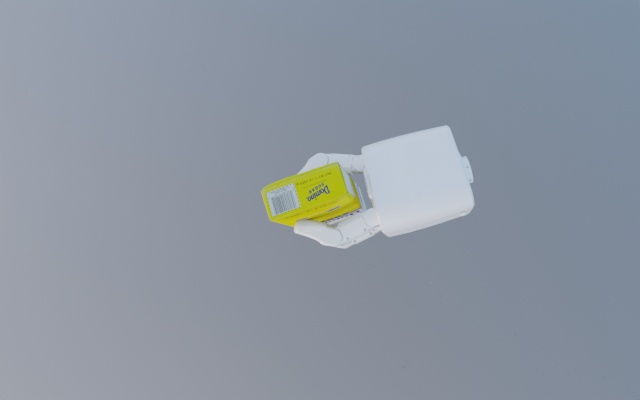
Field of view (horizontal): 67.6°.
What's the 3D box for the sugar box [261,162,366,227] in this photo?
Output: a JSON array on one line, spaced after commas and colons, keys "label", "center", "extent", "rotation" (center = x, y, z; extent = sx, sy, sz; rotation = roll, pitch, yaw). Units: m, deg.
[{"label": "sugar box", "center": [0.000, 0.002, 0.596], "extent": [0.093, 0.048, 0.176], "rotation": [-18, -13, 10]}]
